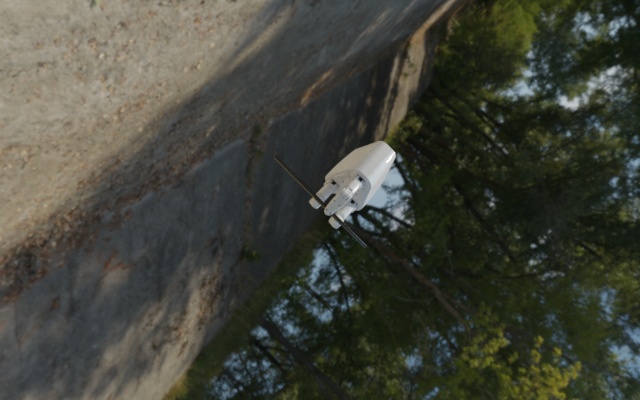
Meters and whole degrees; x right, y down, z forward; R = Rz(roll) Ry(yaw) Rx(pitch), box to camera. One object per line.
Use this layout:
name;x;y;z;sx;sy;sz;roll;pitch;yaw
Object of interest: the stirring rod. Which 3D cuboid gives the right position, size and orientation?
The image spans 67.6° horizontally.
stirring rod;0.000;0.003;0.896;0.011;0.239;0.011;-45;2;2
